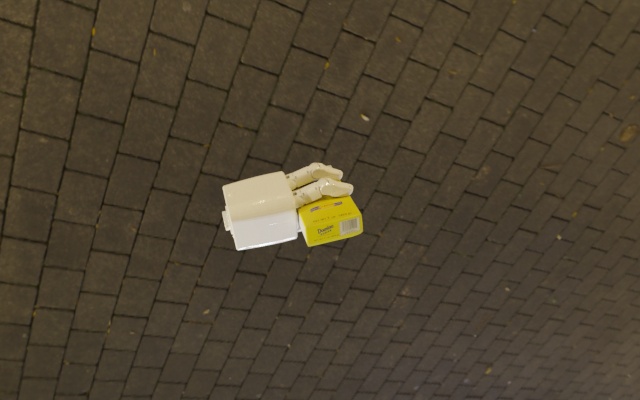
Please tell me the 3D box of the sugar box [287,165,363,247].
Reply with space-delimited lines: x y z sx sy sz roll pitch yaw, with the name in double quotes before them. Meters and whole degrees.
"sugar box" 0.000 0.002 0.814 0.093 0.048 0.176 -13 35 -11
